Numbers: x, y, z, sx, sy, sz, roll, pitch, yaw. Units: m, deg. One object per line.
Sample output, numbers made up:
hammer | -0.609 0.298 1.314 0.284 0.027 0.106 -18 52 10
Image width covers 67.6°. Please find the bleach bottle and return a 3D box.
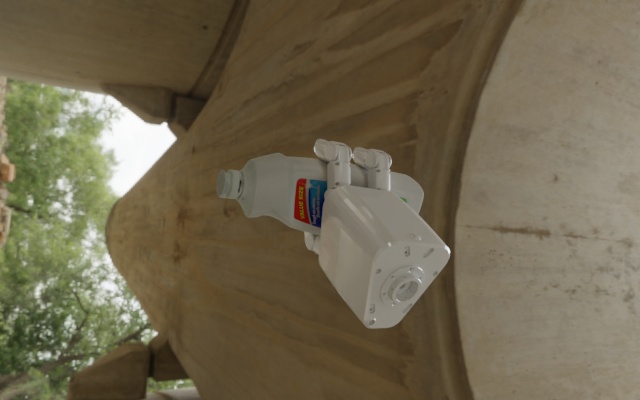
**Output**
bleach bottle | 0.000 0.002 0.567 0.251 0.103 0.068 7 26 -30
